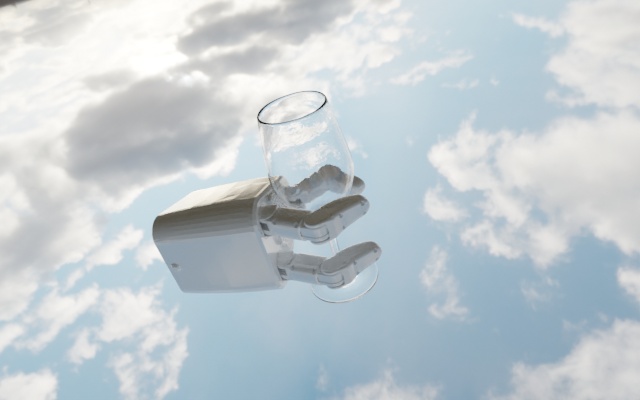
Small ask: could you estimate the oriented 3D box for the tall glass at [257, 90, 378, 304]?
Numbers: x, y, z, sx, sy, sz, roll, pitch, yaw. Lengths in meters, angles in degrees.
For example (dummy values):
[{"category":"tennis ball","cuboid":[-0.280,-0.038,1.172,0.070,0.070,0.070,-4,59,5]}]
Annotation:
[{"category":"tall glass","cuboid":[0.000,0.002,0.453,0.079,0.201,0.079,-12,33,8]}]
